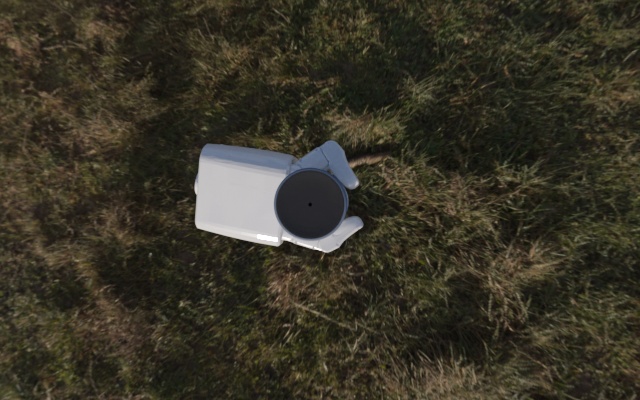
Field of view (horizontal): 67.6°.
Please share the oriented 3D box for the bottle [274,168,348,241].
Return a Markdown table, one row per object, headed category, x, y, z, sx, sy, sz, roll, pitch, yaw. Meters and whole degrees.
| category | x | y | z | sx | sy | sz | roll | pitch | yaw |
| --- | --- | --- | --- | --- | --- | --- | --- | --- | --- |
| bottle | 0.000 | 0.002 | 0.574 | 0.069 | 0.069 | 0.295 | 0 | 1 | 4 |
